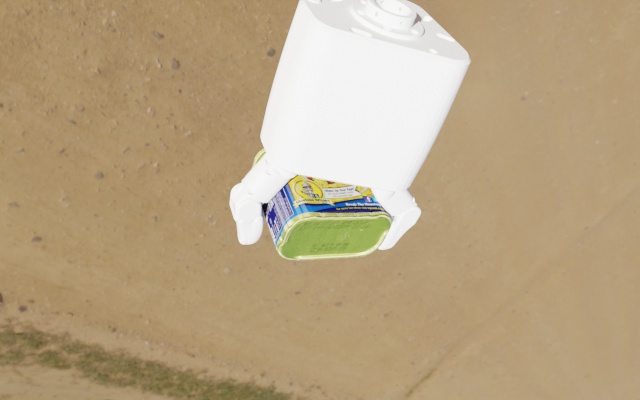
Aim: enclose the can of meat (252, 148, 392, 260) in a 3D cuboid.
[{"bbox_3d":[0.000,0.002,0.404,0.102,0.057,0.084,0,44,-28],"label":"can of meat"}]
